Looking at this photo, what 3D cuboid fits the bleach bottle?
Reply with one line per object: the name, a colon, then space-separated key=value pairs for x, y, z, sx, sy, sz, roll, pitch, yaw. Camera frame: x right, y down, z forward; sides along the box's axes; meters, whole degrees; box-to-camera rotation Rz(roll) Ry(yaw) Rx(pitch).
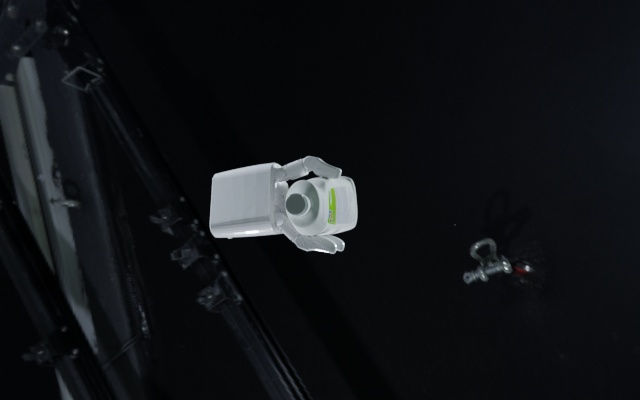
bleach bottle: x=0.000 y=0.003 z=0.739 sx=0.068 sy=0.102 sz=0.251 roll=-7 pitch=-5 yaw=15
